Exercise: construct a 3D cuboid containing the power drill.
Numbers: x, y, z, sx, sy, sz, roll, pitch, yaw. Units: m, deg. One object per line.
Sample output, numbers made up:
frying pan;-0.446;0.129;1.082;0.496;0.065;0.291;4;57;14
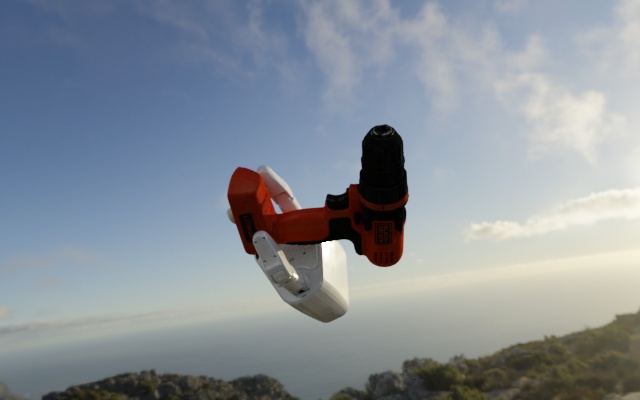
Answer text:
power drill;0.000;0.002;0.515;0.187;0.185;0.057;0;41;9
